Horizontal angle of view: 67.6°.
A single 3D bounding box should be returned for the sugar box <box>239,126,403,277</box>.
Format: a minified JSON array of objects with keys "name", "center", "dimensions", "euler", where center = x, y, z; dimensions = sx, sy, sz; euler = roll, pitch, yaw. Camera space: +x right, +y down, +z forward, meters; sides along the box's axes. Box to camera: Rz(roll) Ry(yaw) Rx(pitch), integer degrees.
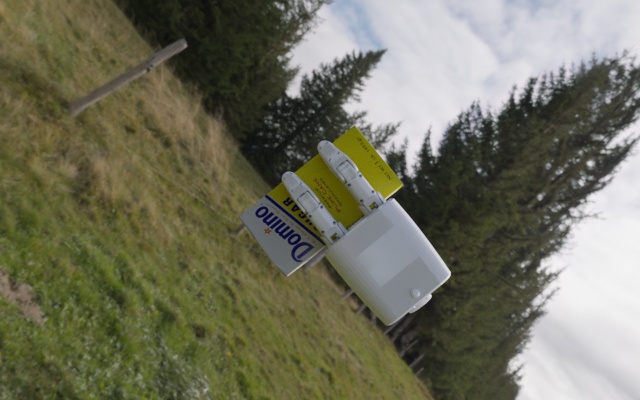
[{"name":"sugar box","center":[0.000,0.002,0.572],"dimensions":[0.176,0.093,0.048],"euler":[-39,-6,-2]}]
